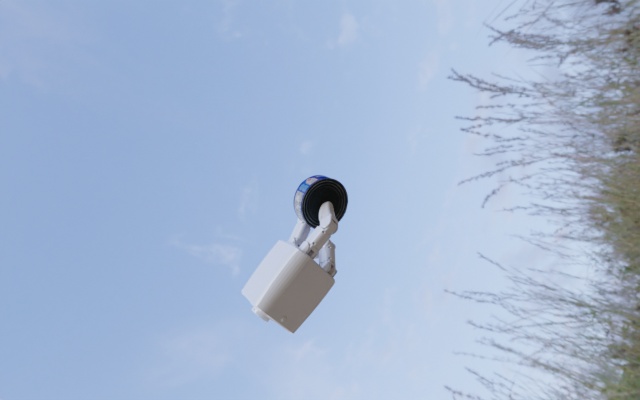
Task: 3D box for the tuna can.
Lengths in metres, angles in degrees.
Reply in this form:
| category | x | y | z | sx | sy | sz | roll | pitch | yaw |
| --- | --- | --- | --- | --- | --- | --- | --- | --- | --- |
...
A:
| category | x | y | z | sx | sy | sz | roll | pitch | yaw |
| --- | --- | --- | --- | --- | --- | --- | --- | --- | --- |
| tuna can | 0.000 | 0.002 | 0.772 | 0.086 | 0.086 | 0.033 | 0 | 14 | -31 |
